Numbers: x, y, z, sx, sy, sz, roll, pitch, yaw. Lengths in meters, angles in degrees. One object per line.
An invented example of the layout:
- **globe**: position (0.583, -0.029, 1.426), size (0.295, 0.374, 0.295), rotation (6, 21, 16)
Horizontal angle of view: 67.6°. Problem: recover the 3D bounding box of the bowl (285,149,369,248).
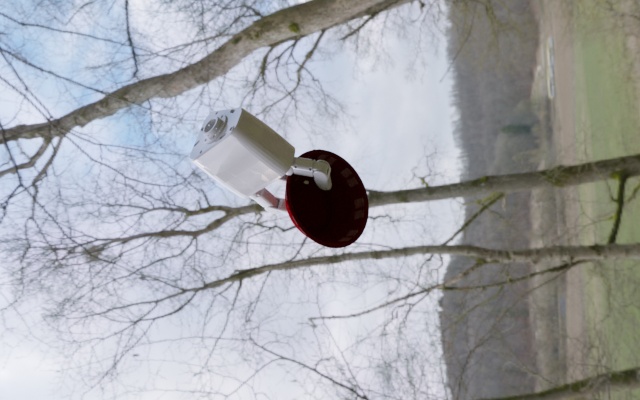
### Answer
- **bowl**: position (0.001, 0.003, 0.769), size (0.162, 0.162, 0.055), rotation (0, -16, -37)
